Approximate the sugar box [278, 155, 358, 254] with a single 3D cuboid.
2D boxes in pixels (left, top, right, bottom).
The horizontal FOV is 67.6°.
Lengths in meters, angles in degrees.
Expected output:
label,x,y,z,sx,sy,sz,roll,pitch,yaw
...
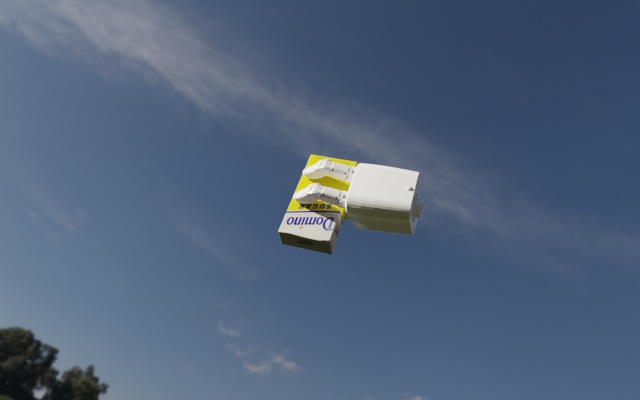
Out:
label,x,y,z,sx,sy,sz,roll,pitch,yaw
sugar box,0.000,0.002,0.837,0.093,0.176,0.048,10,-37,15
